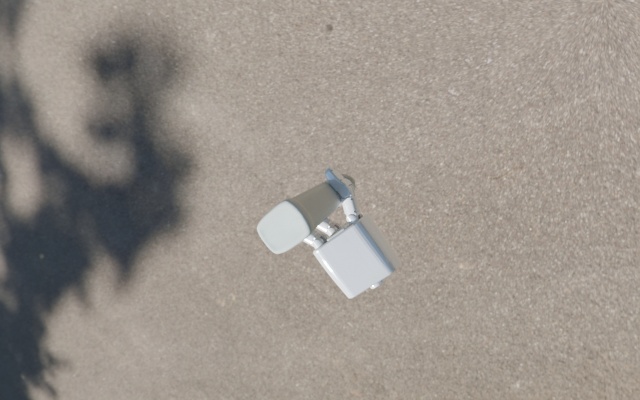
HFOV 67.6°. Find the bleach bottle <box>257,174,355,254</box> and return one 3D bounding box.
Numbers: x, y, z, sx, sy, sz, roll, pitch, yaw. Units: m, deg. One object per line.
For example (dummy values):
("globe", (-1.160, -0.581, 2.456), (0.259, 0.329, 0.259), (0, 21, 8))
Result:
("bleach bottle", (0.000, 0.003, 0.827), (0.102, 0.068, 0.250), (-37, -1, 36))
